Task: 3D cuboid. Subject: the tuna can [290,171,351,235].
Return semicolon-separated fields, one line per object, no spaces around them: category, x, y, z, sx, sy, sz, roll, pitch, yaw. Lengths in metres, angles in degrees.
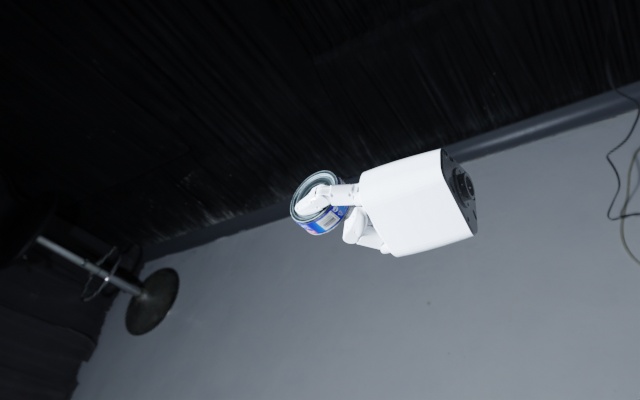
tuna can;0.000;0.002;0.653;0.086;0.086;0.034;0;-31;46
